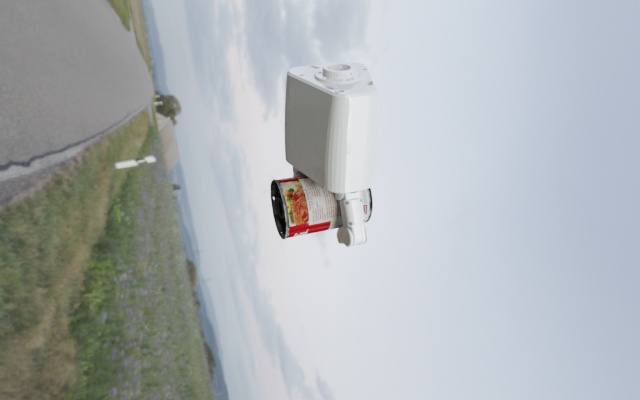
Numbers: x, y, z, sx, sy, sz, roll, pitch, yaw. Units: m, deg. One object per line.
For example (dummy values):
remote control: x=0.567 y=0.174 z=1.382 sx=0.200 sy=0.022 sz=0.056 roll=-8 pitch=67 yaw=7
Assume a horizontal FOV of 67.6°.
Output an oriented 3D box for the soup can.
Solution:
soup can: x=0.000 y=0.002 z=0.547 sx=0.102 sy=0.068 sz=0.068 roll=-10 pitch=3 yaw=-17
